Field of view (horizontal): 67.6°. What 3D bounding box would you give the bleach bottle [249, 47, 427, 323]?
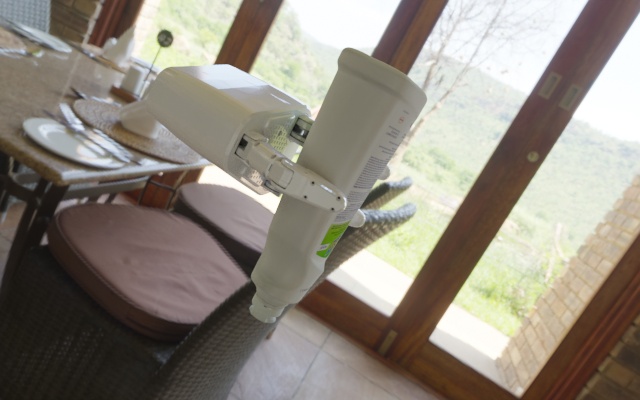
[{"bbox_3d":[0.000,0.001,0.423,0.068,0.251,0.102,33,13,21],"label":"bleach bottle"}]
